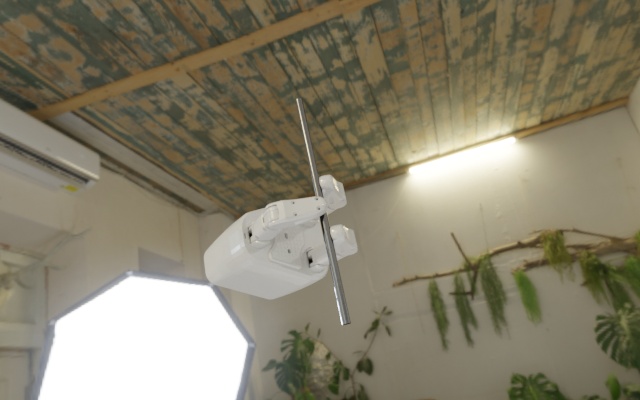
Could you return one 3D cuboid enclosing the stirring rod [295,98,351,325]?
[{"bbox_3d":[0.000,0.002,0.472,0.011,0.239,0.011,-10,-21,-4],"label":"stirring rod"}]
